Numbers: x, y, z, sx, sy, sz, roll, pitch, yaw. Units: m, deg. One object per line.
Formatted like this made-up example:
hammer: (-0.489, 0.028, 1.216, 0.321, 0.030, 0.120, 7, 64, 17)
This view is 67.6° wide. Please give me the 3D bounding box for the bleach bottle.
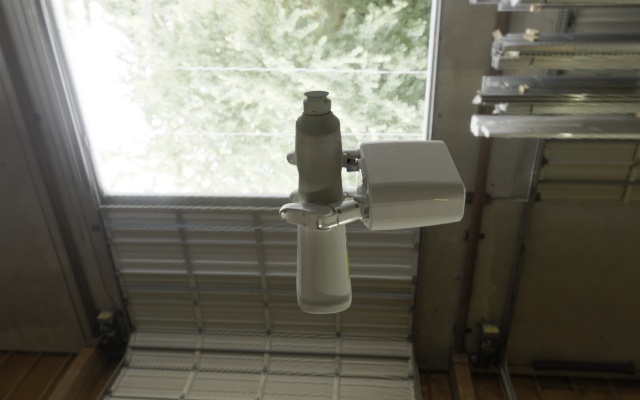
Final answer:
bleach bottle: (0.000, 0.002, 0.557, 0.068, 0.251, 0.102, -3, 27, -2)
